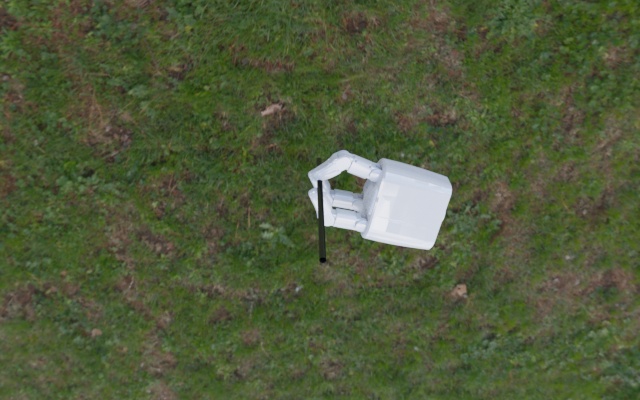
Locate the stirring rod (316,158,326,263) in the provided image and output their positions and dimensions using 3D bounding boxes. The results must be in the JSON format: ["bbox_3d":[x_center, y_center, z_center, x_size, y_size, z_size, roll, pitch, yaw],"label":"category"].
[{"bbox_3d":[0.000,0.002,0.632,0.011,0.011,0.239,0,32,-1],"label":"stirring rod"}]
